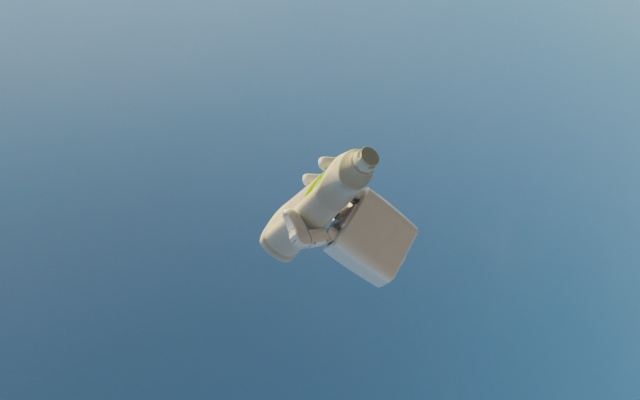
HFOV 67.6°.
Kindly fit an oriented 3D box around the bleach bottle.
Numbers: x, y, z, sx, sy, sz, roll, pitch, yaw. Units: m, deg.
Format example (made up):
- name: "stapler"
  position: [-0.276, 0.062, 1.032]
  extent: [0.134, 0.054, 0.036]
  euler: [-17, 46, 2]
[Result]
- name: "bleach bottle"
  position: [0.000, 0.002, 0.701]
  extent: [0.068, 0.102, 0.251]
  euler: [37, -39, -10]
